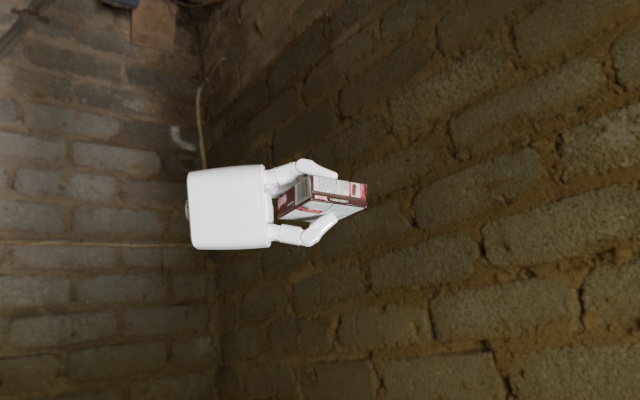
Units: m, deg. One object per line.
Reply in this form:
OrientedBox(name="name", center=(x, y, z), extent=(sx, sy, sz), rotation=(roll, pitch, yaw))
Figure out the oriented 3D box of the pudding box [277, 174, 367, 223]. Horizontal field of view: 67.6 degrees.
OrientedBox(name="pudding box", center=(0.000, 0.002, 0.682), extent=(0.090, 0.039, 0.113), rotation=(7, -17, -27))
